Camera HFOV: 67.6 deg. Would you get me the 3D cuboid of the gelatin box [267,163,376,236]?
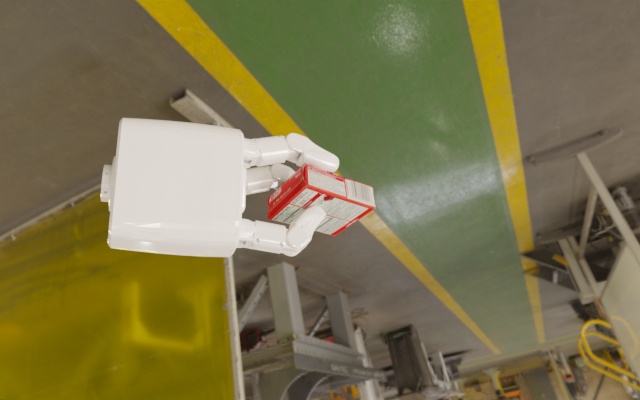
[{"bbox_3d":[0.000,0.002,0.497,0.089,0.030,0.073,17,-37,-30],"label":"gelatin box"}]
